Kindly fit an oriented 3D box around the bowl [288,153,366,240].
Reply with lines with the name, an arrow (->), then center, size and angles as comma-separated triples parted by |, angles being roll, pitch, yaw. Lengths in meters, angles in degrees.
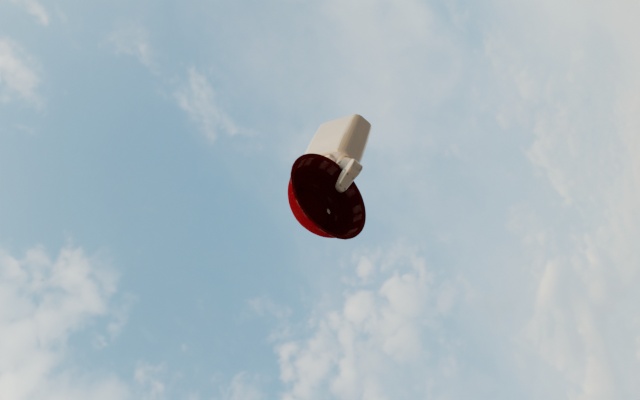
bowl -> -0.001, 0.004, 0.800 | 0.162, 0.162, 0.055 | 0, -28, -46
